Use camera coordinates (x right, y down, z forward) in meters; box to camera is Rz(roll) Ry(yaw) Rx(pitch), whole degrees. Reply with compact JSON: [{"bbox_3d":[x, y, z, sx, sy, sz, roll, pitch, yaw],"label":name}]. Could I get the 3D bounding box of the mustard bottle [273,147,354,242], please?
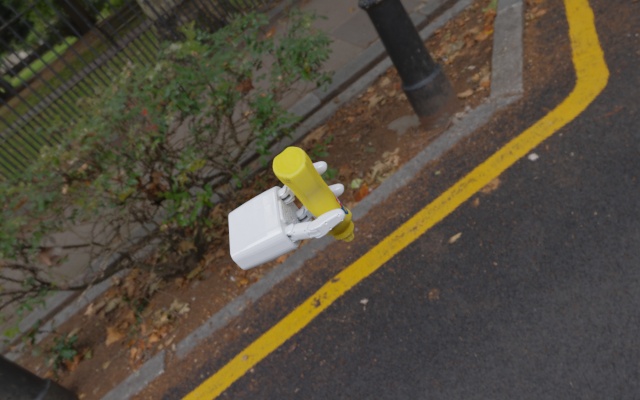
[{"bbox_3d":[0.000,0.002,0.786,0.058,0.192,0.096,-39,31,-2],"label":"mustard bottle"}]
